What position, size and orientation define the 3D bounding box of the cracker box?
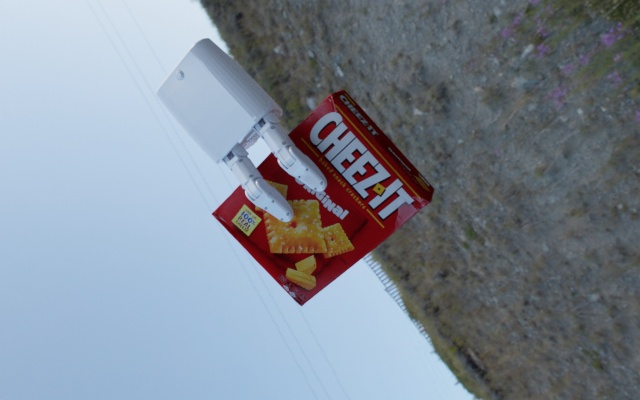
[{"bbox_3d":[0.000,0.002,0.574,0.214,0.164,0.072,-42,2,22],"label":"cracker box"}]
